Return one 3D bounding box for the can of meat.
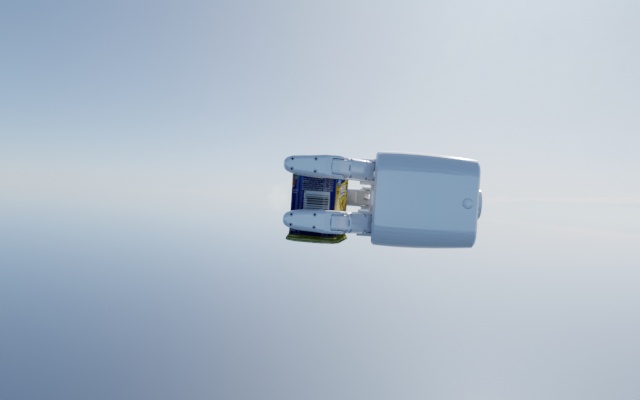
[{"bbox_3d":[0.000,0.001,0.530,0.057,0.084,0.102,4,0,10],"label":"can of meat"}]
